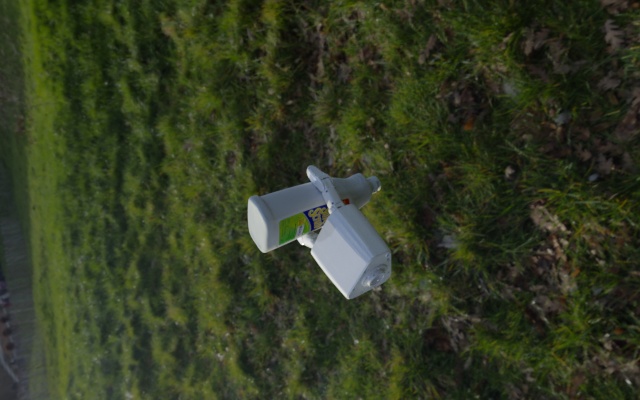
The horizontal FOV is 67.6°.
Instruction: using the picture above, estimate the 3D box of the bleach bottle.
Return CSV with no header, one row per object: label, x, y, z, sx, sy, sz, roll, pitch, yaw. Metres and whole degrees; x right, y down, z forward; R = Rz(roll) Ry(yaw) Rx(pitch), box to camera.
bleach bottle,0.000,0.003,0.830,0.251,0.103,0.068,-21,53,-26
